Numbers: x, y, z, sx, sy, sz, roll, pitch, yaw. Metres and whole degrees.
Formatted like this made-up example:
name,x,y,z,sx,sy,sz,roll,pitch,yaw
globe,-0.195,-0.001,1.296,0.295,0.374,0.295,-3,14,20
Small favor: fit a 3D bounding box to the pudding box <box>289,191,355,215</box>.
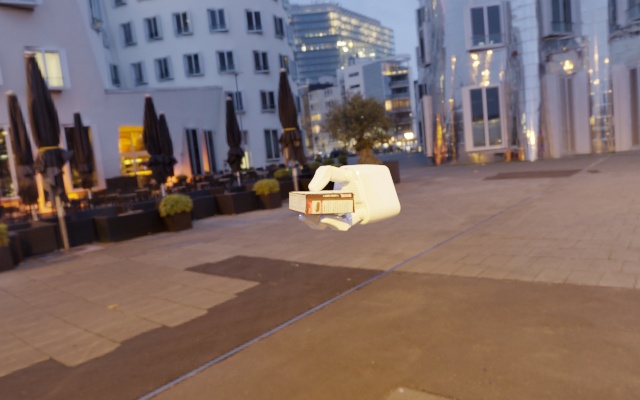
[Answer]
name,x,y,z,sx,sy,sz,roll,pitch,yaw
pudding box,0.000,0.003,0.844,0.090,0.039,0.113,-3,2,-17
